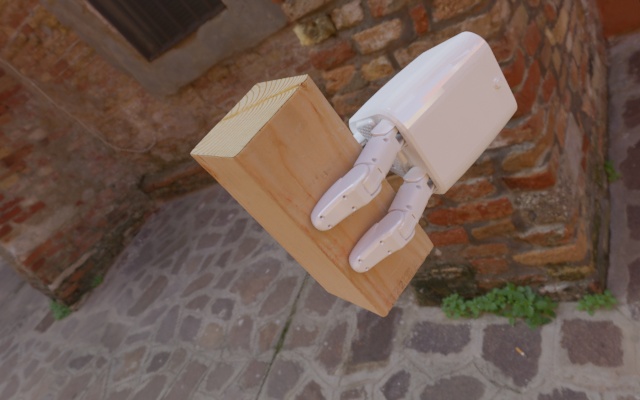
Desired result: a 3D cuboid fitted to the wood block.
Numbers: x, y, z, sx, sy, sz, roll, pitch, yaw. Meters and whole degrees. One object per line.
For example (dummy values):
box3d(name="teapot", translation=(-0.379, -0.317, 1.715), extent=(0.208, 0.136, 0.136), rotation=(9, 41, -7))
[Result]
box3d(name="wood block", translation=(0.000, 0.001, 0.426), extent=(0.206, 0.090, 0.091), rotation=(49, -20, -29))
